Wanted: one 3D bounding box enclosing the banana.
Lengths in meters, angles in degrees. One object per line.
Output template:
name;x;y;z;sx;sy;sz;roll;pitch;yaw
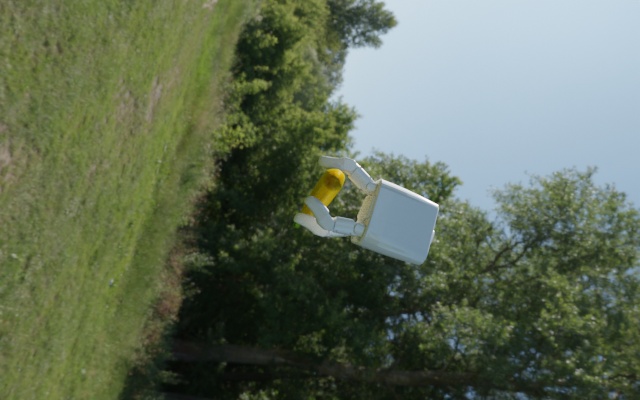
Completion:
banana;0.006;-0.011;0.775;0.037;0.069;0.198;29;-30;-4
